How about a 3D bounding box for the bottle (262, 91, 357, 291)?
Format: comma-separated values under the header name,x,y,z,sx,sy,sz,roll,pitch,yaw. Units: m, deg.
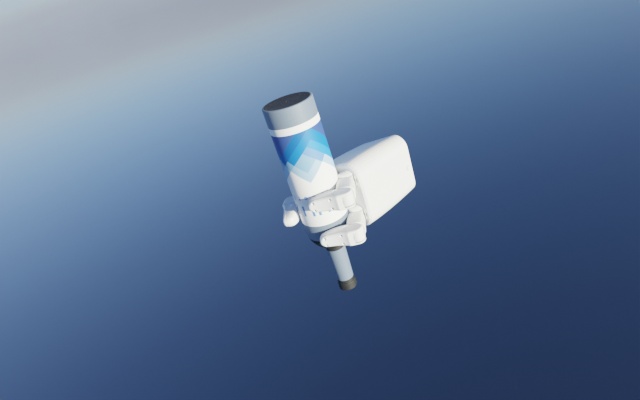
name,x,y,z,sx,sy,sz,roll,pitch,yaw
bottle,0.000,0.002,0.658,0.069,0.296,0.069,-15,26,7
